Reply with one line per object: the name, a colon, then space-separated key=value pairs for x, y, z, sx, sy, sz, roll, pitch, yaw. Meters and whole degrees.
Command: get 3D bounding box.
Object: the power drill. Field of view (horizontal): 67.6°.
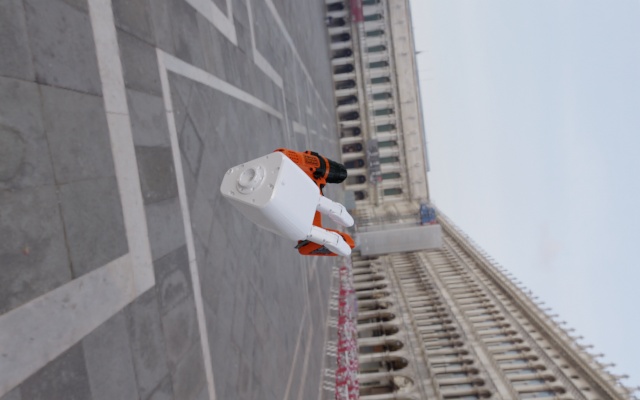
power drill: x=0.000 y=0.003 z=0.842 sx=0.184 sy=0.187 sz=0.057 roll=7 pitch=-31 yaw=-46
